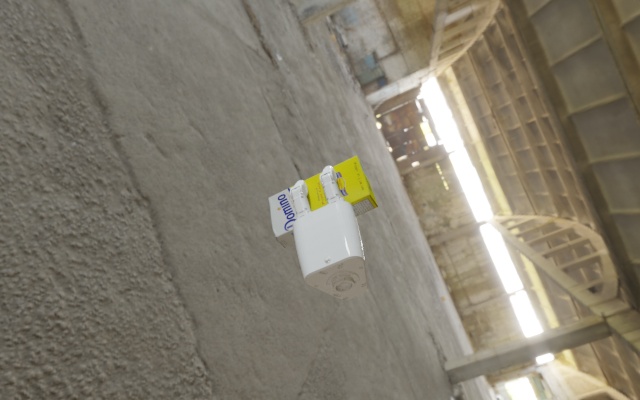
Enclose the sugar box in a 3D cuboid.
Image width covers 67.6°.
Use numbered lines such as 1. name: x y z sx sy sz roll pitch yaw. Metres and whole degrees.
1. sugar box: 0.000 0.002 0.807 0.176 0.093 0.048 -24 -41 11
